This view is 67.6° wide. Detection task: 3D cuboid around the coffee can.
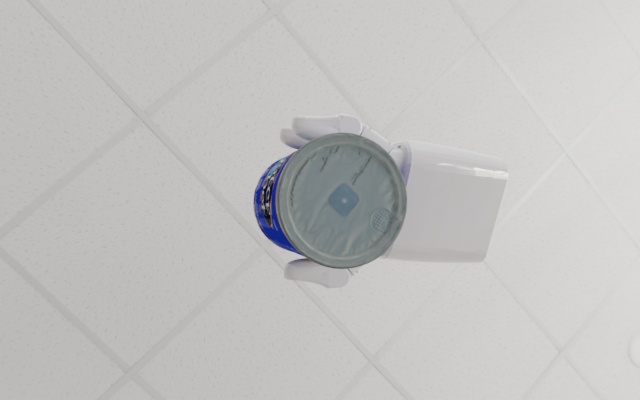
[{"bbox_3d":[0.000,0.001,0.423,0.103,0.103,0.140,0,-1,-15],"label":"coffee can"}]
